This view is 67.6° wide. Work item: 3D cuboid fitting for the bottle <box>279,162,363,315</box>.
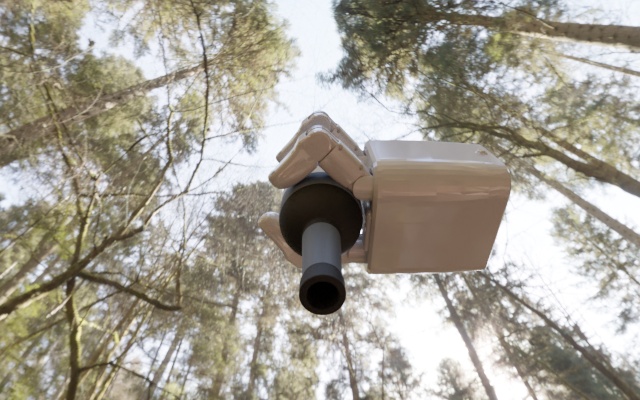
[{"bbox_3d":[0.000,0.001,0.411,0.069,0.069,0.295,0,21,0],"label":"bottle"}]
